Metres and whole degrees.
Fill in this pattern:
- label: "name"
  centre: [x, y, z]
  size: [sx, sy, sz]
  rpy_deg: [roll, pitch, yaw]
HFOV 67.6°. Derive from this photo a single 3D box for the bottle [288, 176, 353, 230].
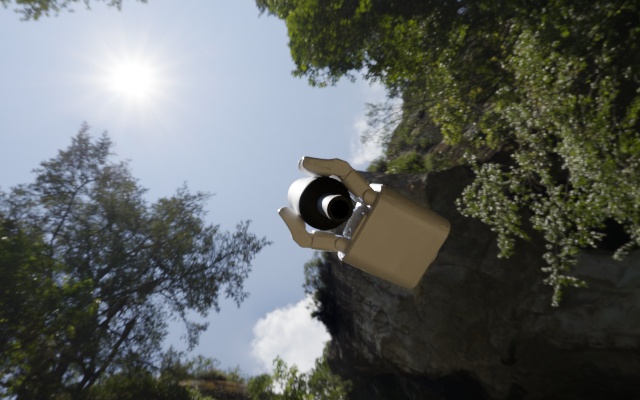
- label: "bottle"
  centre: [0.000, 0.002, 0.623]
  size: [0.069, 0.069, 0.295]
  rpy_deg: [0, 3, -8]
